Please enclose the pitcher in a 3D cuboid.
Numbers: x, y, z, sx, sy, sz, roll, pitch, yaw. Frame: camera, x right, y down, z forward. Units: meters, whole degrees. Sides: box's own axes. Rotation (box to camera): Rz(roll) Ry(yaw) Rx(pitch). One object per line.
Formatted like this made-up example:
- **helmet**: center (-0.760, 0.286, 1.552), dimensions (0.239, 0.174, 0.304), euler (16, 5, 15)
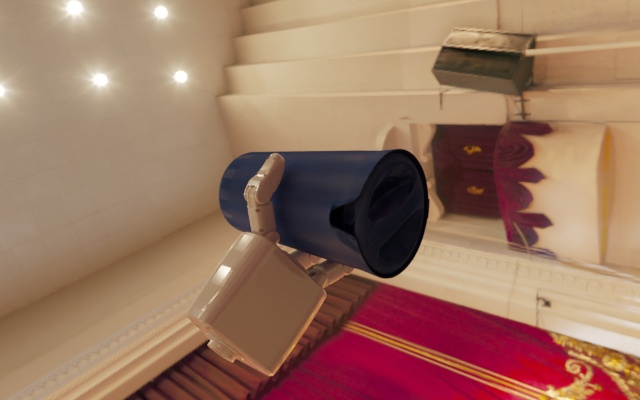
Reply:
- **pitcher**: center (0.000, 0.002, 0.569), dimensions (0.243, 0.145, 0.149), euler (9, -35, 41)
